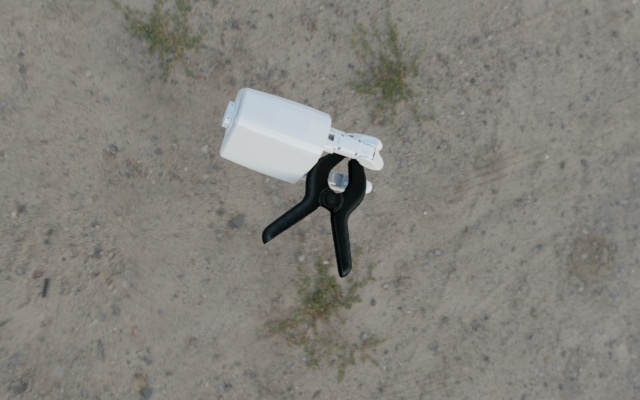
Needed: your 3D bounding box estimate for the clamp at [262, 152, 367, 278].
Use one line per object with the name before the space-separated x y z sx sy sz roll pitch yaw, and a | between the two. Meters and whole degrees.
clamp | 0.000 0.002 0.606 0.120 0.171 0.039 17 -10 -16
